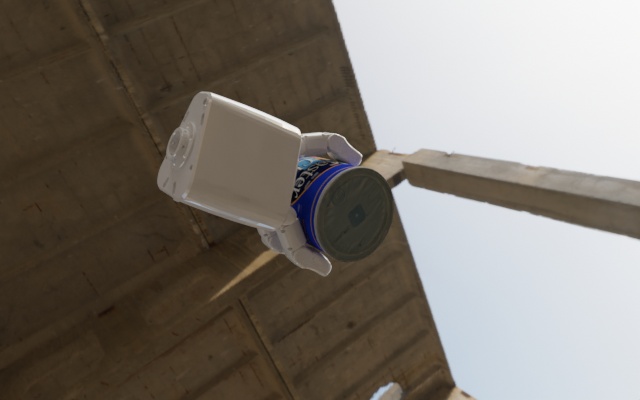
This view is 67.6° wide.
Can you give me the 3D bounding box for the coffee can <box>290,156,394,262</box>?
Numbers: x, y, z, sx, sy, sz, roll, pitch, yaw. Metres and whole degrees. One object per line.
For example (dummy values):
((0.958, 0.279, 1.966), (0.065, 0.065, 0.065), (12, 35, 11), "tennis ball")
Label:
((0.000, 0.002, 0.555), (0.103, 0.103, 0.140), (0, 12, -35), "coffee can")
